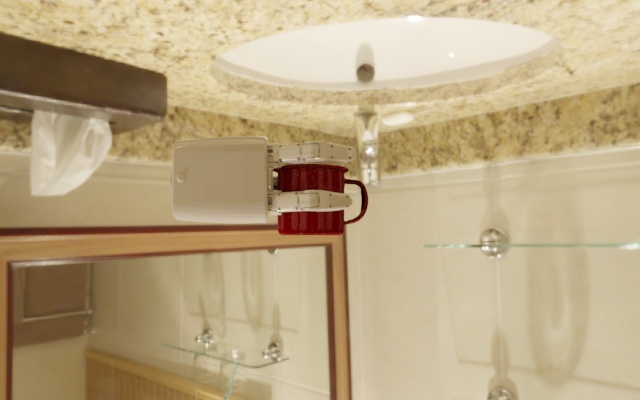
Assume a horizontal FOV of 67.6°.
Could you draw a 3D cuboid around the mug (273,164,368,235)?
[{"bbox_3d":[0.002,0.002,0.586,0.117,0.081,0.093,0,-4,-2],"label":"mug"}]
